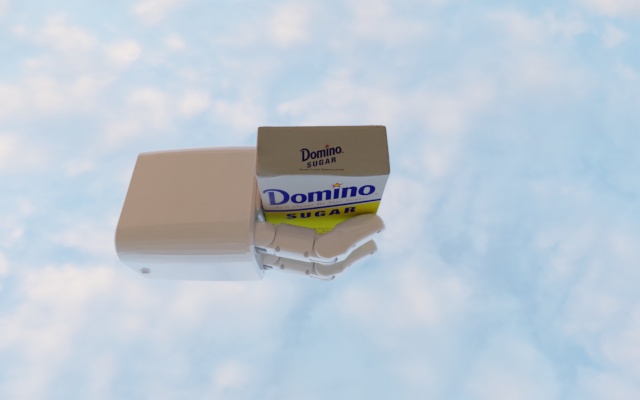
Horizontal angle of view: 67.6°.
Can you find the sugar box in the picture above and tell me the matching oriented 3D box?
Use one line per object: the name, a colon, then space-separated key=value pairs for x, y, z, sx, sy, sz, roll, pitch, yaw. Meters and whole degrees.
sugar box: x=0.000 y=0.002 z=0.402 sx=0.093 sy=0.048 sz=0.176 roll=-1 pitch=-22 yaw=-1
